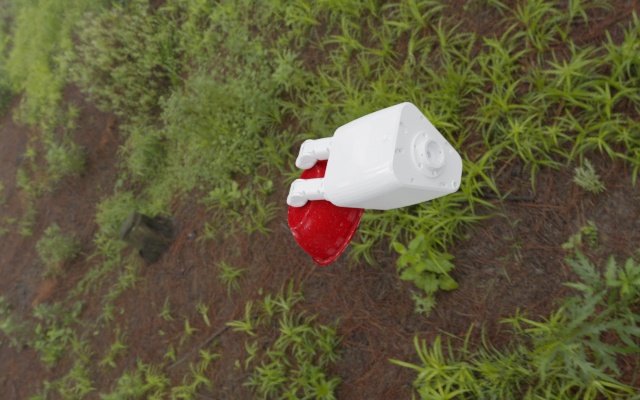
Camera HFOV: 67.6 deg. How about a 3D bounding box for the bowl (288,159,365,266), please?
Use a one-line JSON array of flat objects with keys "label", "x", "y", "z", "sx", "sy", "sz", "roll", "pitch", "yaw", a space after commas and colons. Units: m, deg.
[{"label": "bowl", "x": -0.001, "y": 0.003, "z": 0.637, "sx": 0.055, "sy": 0.162, "sz": 0.162, "roll": 20, "pitch": -7, "yaw": -20}]
